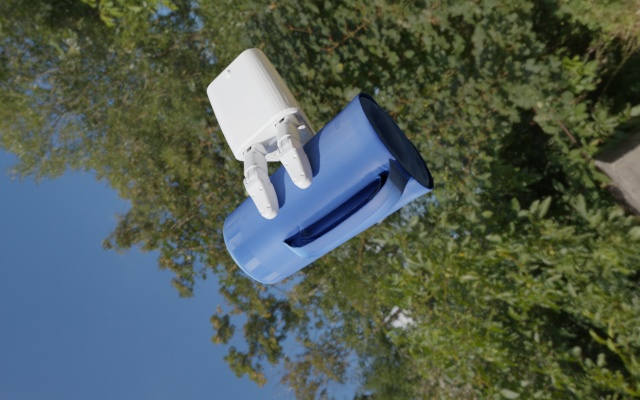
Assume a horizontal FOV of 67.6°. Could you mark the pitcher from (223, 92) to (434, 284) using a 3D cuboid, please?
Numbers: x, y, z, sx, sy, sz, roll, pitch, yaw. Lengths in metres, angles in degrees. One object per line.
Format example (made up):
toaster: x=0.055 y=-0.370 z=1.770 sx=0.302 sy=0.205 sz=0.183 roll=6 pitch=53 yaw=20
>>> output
pitcher: x=0.000 y=0.002 z=0.560 sx=0.243 sy=0.145 sz=0.149 roll=-37 pitch=-21 yaw=22
